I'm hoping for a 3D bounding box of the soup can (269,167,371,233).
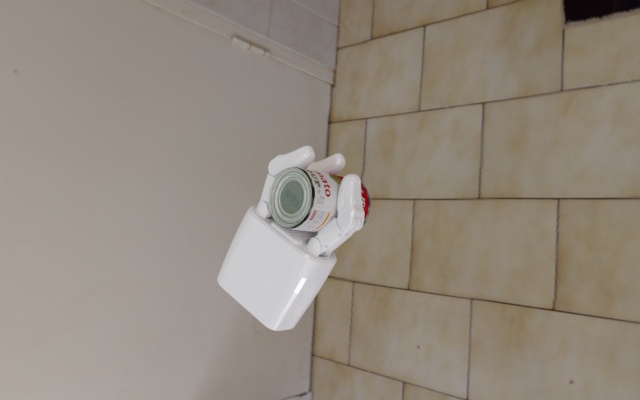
[{"bbox_3d":[0.000,0.001,0.540,0.068,0.068,0.102,0,-6,42],"label":"soup can"}]
